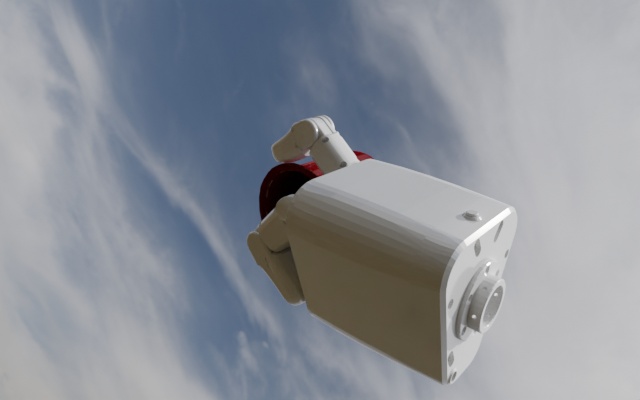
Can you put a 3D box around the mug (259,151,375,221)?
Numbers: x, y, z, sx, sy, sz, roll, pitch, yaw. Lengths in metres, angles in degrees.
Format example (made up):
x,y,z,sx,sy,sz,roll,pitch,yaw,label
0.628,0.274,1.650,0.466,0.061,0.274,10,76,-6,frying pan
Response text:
x,y,z,sx,sy,sz,roll,pitch,yaw,label
-0.001,0.001,0.410,0.117,0.093,0.081,22,31,37,mug
